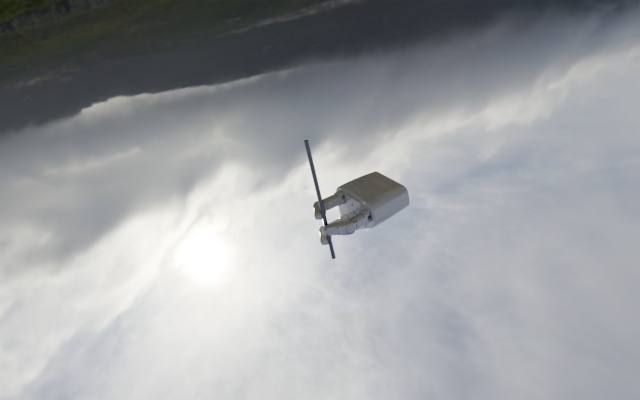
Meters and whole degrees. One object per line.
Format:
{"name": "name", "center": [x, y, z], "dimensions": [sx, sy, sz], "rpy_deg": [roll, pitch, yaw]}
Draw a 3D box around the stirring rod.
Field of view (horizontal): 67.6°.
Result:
{"name": "stirring rod", "center": [0.000, 0.003, 0.892], "dimensions": [0.011, 0.240, 0.011], "rpy_deg": [-12, 21, 4]}
